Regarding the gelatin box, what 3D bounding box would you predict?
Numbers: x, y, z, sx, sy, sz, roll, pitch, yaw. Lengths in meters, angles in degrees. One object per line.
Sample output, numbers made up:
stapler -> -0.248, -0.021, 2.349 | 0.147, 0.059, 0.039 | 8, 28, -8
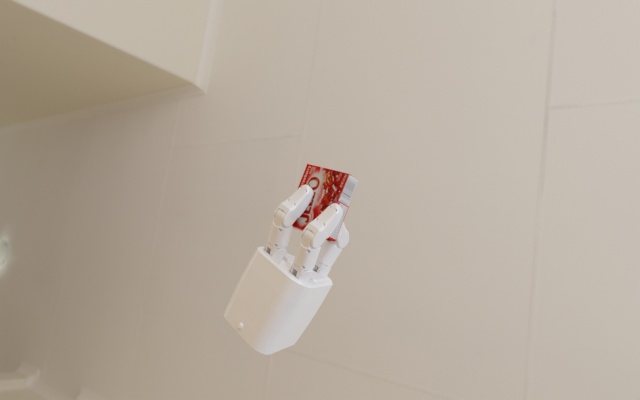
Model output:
gelatin box -> 0.000, 0.002, 0.626 | 0.073, 0.089, 0.030 | 17, -8, 39
